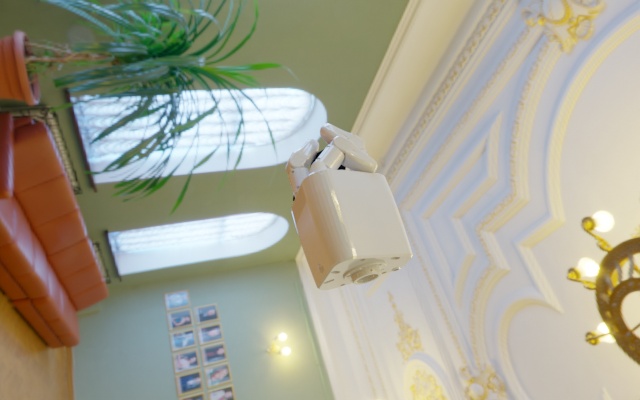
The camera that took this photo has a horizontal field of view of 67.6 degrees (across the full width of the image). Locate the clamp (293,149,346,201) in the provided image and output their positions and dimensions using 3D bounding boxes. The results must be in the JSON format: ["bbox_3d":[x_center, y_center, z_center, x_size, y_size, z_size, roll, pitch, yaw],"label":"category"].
[{"bbox_3d":[0.001,0.002,0.638,0.039,0.120,0.172,-7,-28,-20],"label":"clamp"}]
